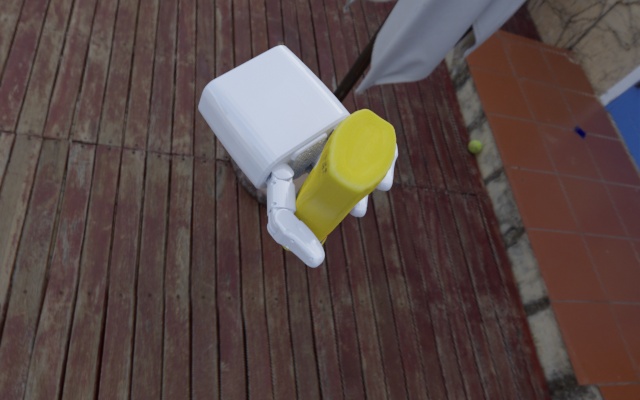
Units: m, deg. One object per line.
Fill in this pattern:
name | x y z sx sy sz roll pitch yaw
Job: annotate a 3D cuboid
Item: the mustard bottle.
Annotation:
mustard bottle | 0.000 0.002 0.472 0.058 0.096 0.192 32 -39 -5
